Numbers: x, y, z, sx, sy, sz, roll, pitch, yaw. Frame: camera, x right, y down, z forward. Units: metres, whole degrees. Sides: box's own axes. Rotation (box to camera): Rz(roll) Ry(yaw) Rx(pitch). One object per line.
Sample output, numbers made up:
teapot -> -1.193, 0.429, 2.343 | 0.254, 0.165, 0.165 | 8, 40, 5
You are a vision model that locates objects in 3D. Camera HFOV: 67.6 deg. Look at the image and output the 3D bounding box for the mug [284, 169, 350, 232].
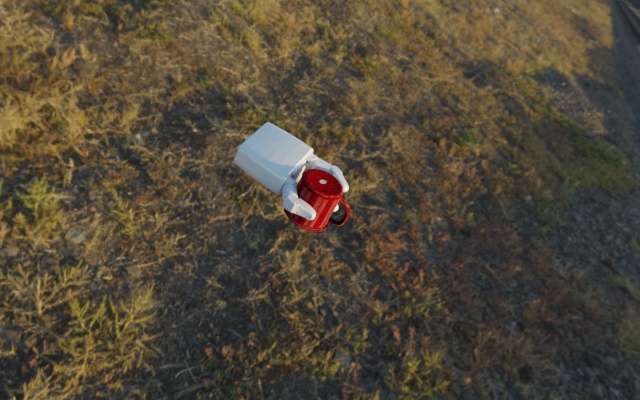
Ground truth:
mug -> 0.001, 0.004, 0.876 | 0.117, 0.081, 0.093 | 32, 35, 4
